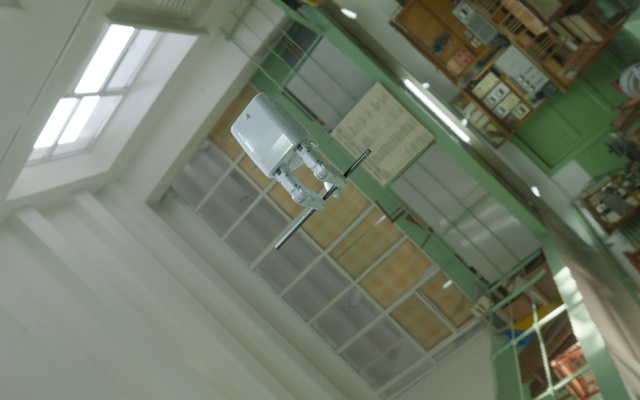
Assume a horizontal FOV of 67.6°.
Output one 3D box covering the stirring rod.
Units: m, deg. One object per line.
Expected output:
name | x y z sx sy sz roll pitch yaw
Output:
stirring rod | 0.000 0.002 0.790 0.239 0.011 0.011 -47 -22 23
